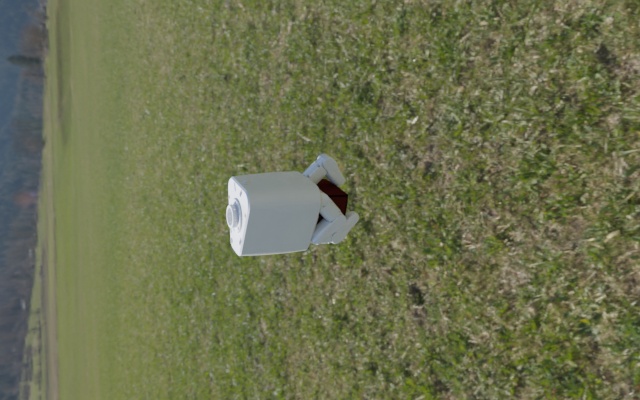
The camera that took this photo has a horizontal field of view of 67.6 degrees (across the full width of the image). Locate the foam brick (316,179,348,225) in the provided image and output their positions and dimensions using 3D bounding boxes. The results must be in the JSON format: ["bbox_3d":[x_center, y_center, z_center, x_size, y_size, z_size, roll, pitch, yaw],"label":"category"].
[{"bbox_3d":[0.000,0.002,0.740,0.051,0.053,0.078,-3,22,-27],"label":"foam brick"}]
